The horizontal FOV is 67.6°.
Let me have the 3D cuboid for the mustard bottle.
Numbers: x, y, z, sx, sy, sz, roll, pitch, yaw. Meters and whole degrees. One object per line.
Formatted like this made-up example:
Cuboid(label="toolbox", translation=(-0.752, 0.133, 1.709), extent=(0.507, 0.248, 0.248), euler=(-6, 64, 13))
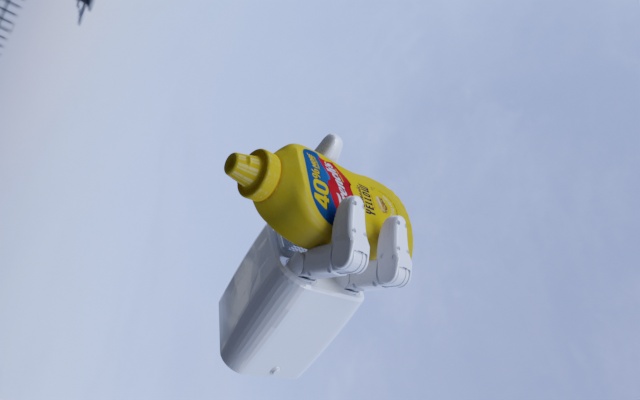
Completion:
Cuboid(label="mustard bottle", translation=(0.000, 0.001, 0.416), extent=(0.192, 0.096, 0.058), euler=(23, -47, -39))
